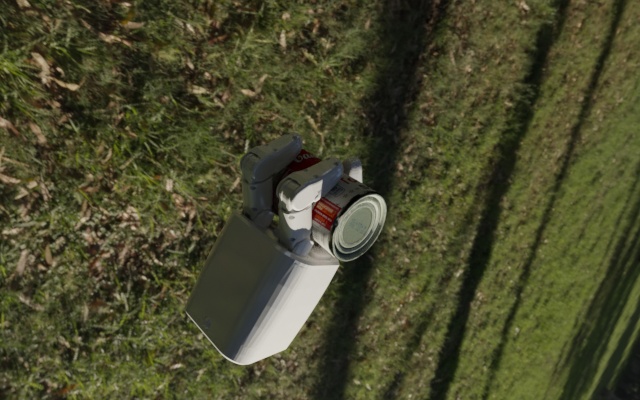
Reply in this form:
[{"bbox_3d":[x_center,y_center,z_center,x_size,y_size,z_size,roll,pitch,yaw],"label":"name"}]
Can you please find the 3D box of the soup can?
[{"bbox_3d":[0.001,0.001,0.431,0.068,0.068,0.102,0,25,-47],"label":"soup can"}]
